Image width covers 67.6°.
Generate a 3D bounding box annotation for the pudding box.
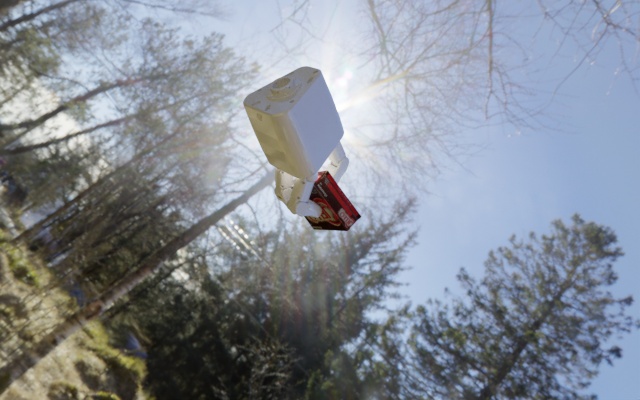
[{"bbox_3d":[0.000,0.002,0.734,0.039,0.090,0.113,-42,16,-20],"label":"pudding box"}]
